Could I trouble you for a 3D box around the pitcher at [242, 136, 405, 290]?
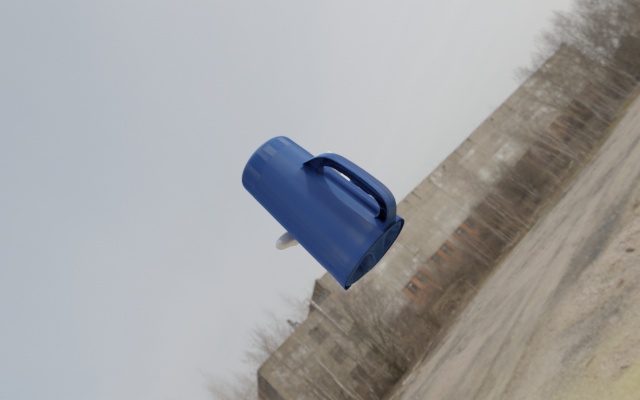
[{"bbox_3d":[0.000,0.002,0.721,0.242,0.149,0.145,40,1,18],"label":"pitcher"}]
